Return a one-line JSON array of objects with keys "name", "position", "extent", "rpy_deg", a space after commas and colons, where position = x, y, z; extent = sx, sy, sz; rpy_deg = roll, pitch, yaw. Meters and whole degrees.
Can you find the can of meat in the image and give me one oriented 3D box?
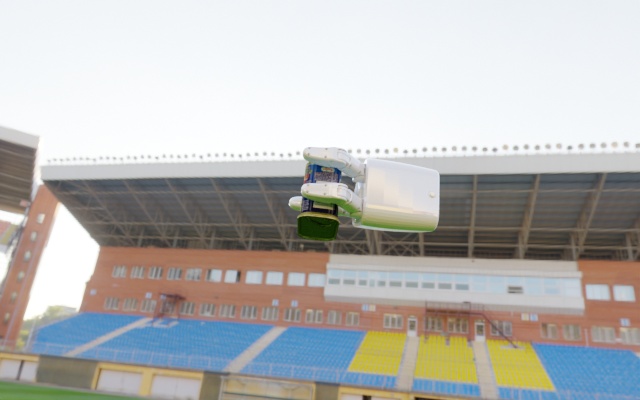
[{"name": "can of meat", "position": [0.000, 0.002, 0.683], "extent": [0.057, 0.084, 0.102], "rpy_deg": [7, -22, 0]}]
